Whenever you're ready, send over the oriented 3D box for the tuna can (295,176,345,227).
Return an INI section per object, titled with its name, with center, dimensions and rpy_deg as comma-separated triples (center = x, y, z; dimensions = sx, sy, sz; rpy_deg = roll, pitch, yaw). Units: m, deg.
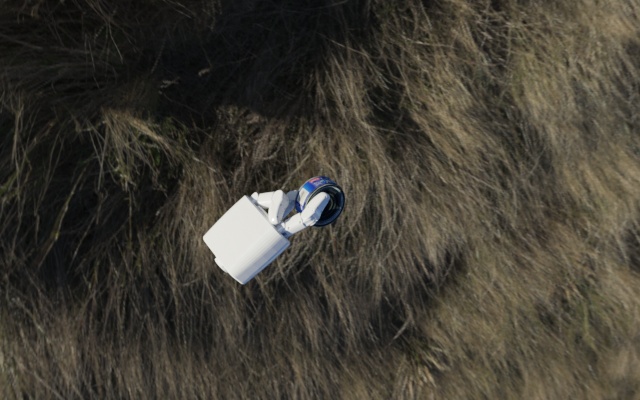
[tuna can]
center = 0.000, 0.003, 0.830
dimensions = 0.086, 0.086, 0.033
rpy_deg = 0, 25, -35
